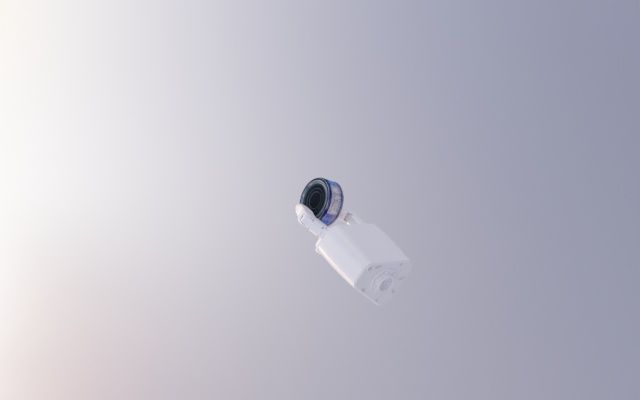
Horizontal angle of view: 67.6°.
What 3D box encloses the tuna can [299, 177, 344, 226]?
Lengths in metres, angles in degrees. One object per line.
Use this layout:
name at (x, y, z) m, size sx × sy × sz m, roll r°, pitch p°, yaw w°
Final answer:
tuna can at (0.000, 0.003, 0.850) m, size 0.034 × 0.086 × 0.086 m, roll 17°, pitch -11°, yaw -38°
